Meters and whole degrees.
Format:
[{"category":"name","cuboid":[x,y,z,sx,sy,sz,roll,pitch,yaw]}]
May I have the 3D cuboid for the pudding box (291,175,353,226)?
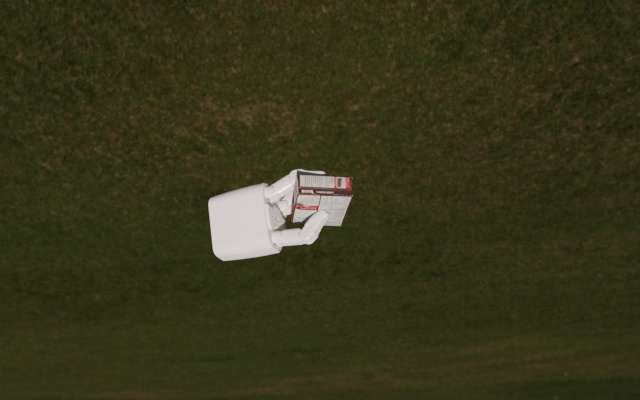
[{"category":"pudding box","cuboid":[0.000,0.003,0.782,0.090,0.039,0.113,2,-27,-8]}]
